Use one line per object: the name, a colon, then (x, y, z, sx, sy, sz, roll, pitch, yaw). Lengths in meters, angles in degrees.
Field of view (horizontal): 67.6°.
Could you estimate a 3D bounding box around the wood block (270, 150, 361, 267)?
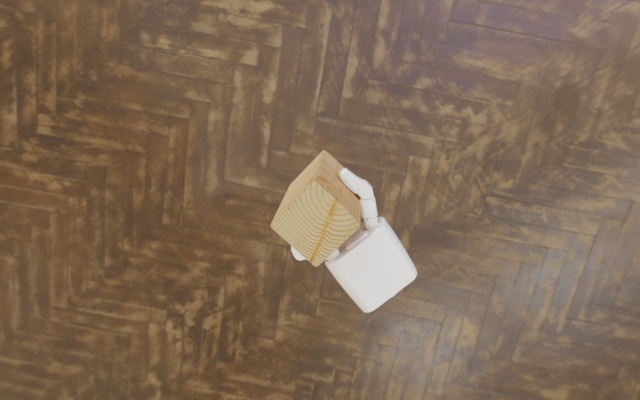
wood block: (0.001, 0.002, 0.731, 0.091, 0.090, 0.206, -44, 10, 15)
